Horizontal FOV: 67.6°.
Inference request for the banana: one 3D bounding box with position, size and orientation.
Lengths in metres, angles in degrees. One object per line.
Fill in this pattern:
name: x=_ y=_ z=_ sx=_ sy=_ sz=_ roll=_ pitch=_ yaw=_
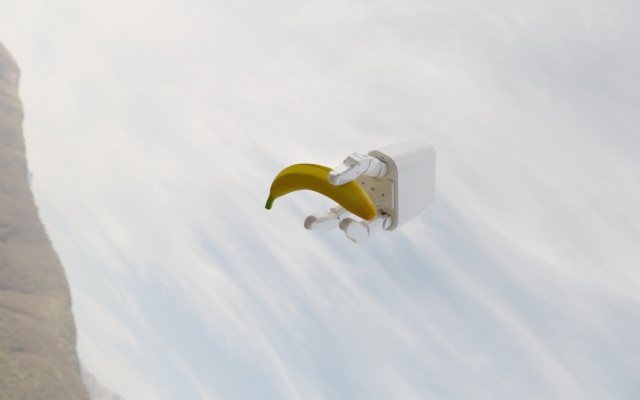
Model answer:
banana: x=-0.005 y=-0.016 z=0.647 sx=0.198 sy=0.070 sz=0.037 roll=5 pitch=18 yaw=43
